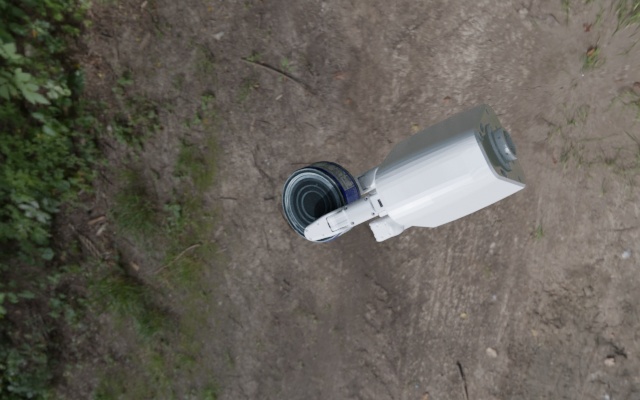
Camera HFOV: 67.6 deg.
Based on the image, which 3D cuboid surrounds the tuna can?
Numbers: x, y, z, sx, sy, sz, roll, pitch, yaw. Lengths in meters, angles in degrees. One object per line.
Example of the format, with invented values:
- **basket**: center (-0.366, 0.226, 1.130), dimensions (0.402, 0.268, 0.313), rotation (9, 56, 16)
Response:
- **tuna can**: center (0.000, 0.002, 0.524), dimensions (0.086, 0.086, 0.033), rotation (0, 15, 34)
